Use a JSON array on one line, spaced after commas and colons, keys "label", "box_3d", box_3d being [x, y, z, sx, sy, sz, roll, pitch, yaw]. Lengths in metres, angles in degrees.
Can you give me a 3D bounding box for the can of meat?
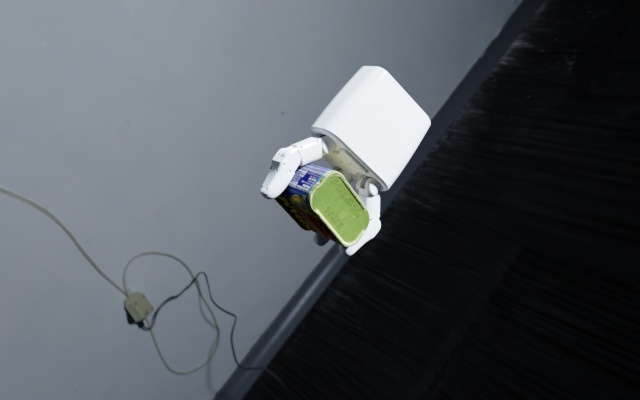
[{"label": "can of meat", "box_3d": [0.000, 0.002, 0.555, 0.084, 0.057, 0.102, 21, -23, 50]}]
